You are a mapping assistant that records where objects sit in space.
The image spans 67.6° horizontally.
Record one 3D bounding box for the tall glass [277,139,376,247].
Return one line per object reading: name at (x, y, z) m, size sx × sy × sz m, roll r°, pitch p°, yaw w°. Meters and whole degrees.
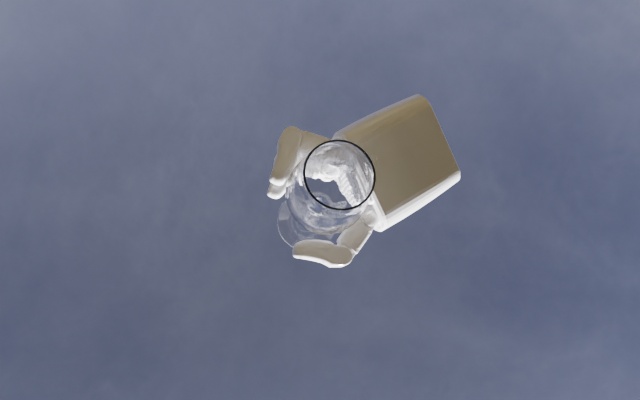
tall glass at (0.000, 0.002, 0.489) m, size 0.079 × 0.079 × 0.201 m, roll 0°, pitch -13°, yaw -9°
